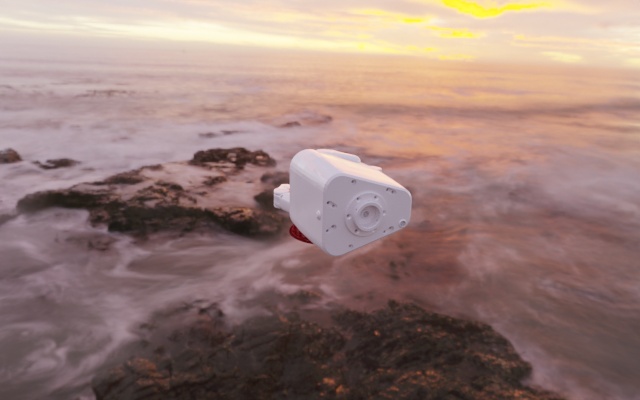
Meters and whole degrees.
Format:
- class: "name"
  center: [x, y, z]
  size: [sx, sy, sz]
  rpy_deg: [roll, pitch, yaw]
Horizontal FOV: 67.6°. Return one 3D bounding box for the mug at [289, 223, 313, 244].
- class: "mug"
  center: [0.000, 0.002, 0.659]
  size: [0.093, 0.081, 0.117]
  rpy_deg: [-5, 19, -22]
